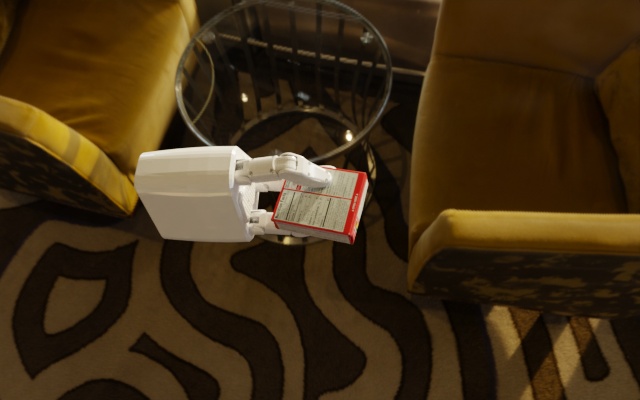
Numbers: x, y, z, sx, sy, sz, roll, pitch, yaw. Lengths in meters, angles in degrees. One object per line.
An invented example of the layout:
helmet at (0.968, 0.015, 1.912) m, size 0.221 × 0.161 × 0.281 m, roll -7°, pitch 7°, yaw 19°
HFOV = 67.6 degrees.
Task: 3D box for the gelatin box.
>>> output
gelatin box at (0.000, 0.002, 0.512) m, size 0.089 × 0.073 × 0.030 m, roll 9°, pitch -24°, yaw 16°
